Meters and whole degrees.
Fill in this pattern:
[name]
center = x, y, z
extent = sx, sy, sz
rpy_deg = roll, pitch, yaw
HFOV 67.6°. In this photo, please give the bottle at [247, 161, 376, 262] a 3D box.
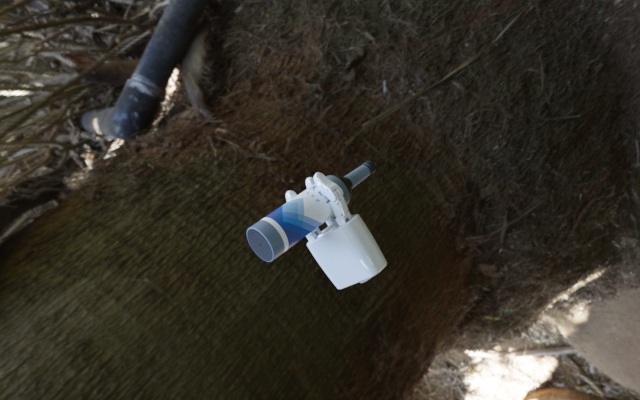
[bottle]
center = 0.000, 0.003, 0.861
extent = 0.295, 0.069, 0.069
rpy_deg = -35, 22, -34
